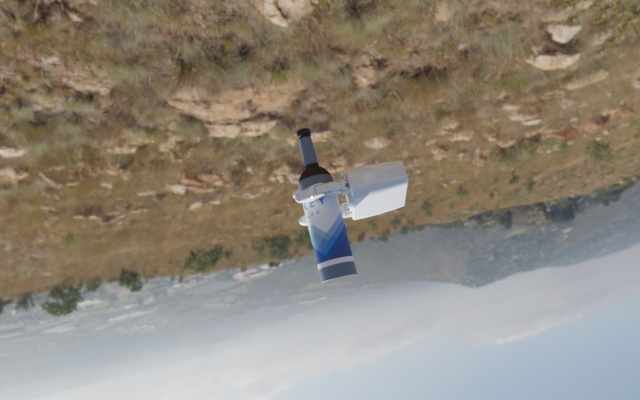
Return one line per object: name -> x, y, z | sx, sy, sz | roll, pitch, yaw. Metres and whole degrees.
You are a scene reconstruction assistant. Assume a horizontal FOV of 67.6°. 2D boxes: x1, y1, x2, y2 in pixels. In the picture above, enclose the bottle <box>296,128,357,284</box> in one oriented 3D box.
bottle -> 0.000, 0.003, 0.894 | 0.069, 0.295, 0.069 | -13, -14, -3
